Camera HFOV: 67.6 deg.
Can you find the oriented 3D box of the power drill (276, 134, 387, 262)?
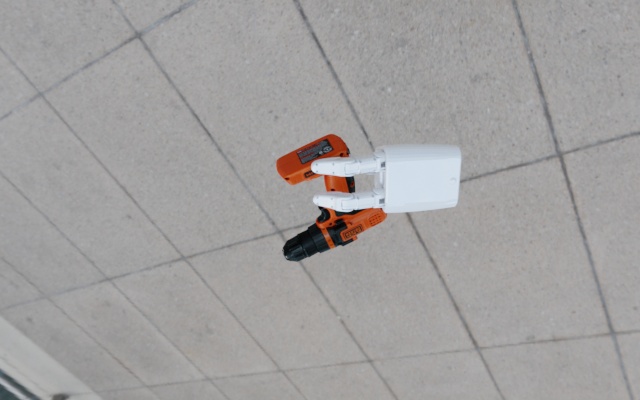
[{"bbox_3d":[0.000,0.002,0.741,0.184,0.188,0.057,-27,42,-2],"label":"power drill"}]
